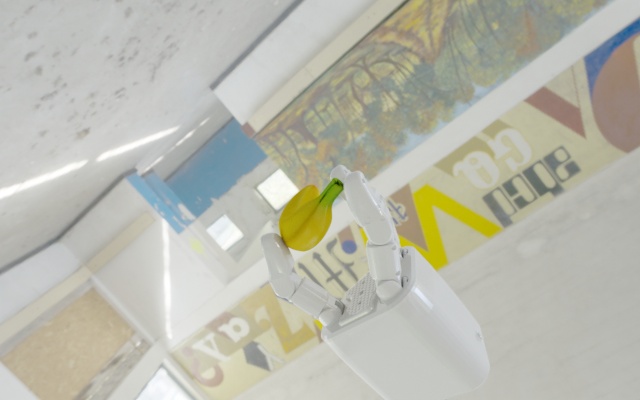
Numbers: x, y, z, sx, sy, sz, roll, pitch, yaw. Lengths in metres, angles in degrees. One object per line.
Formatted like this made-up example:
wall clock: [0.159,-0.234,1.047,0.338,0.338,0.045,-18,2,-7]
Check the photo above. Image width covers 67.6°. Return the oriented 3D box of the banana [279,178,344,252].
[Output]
banana: [-0.012,0.015,0.462,0.037,0.069,0.198,45,-5,-7]
